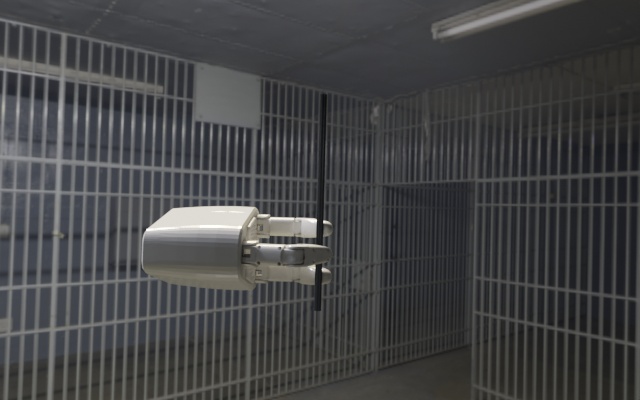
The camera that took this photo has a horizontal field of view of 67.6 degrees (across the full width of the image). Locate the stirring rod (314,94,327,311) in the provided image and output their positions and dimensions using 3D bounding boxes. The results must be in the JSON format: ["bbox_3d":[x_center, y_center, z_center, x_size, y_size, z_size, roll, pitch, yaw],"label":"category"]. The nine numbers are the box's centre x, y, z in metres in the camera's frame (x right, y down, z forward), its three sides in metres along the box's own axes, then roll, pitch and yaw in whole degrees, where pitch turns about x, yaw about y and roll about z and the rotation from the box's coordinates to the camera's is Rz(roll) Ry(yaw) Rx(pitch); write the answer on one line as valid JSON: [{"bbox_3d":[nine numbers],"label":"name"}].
[{"bbox_3d":[0.000,0.002,0.532,0.011,0.239,0.011,2,-1,0],"label":"stirring rod"}]
